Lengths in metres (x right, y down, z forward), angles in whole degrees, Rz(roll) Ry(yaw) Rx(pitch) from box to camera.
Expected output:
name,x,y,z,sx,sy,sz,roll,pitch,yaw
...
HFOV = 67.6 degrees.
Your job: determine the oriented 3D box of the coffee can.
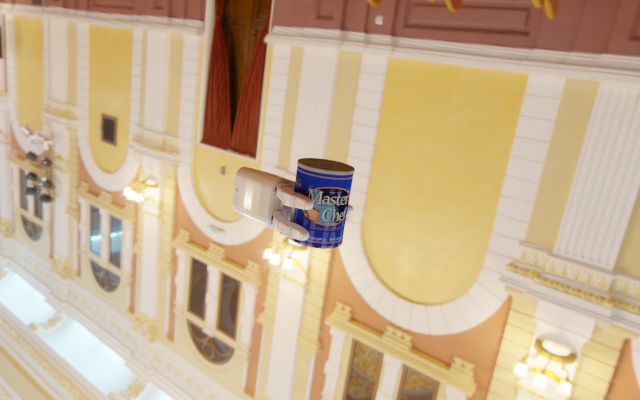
name,x,y,z,sx,sy,sz,roll,pitch,yaw
coffee can,0.000,0.003,0.857,0.103,0.140,0.102,8,15,-2
